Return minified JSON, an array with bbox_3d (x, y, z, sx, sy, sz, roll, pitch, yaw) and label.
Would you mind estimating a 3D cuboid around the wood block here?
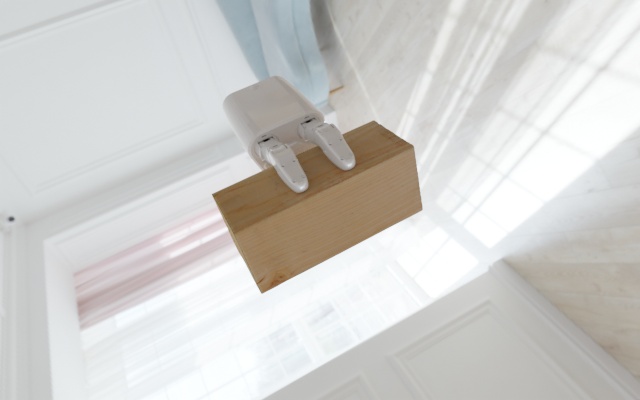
[{"bbox_3d":[0.000,0.002,0.532,0.206,0.091,0.090,-26,37,-13],"label":"wood block"}]
